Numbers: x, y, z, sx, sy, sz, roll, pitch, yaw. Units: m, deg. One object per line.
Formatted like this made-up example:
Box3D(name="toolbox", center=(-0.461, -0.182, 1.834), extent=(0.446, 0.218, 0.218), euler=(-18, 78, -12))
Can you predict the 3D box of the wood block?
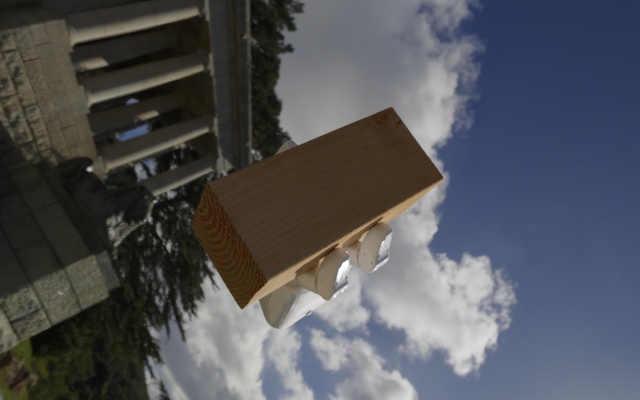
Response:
Box3D(name="wood block", center=(0.000, 0.001, 0.440), extent=(0.206, 0.091, 0.090), euler=(-27, -13, -32))
